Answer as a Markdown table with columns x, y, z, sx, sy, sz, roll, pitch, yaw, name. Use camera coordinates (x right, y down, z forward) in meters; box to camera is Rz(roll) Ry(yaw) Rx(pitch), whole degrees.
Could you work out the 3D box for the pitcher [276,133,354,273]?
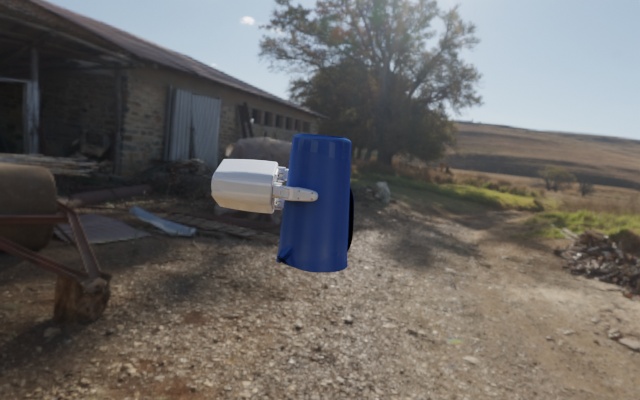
| x | y | z | sx | sy | sz | roll | pitch | yaw | name |
| --- | --- | --- | --- | --- | --- | --- | --- | --- | --- |
| 0.000 | 0.003 | 0.883 | 0.145 | 0.243 | 0.149 | 5 | 6 | -2 | pitcher |
